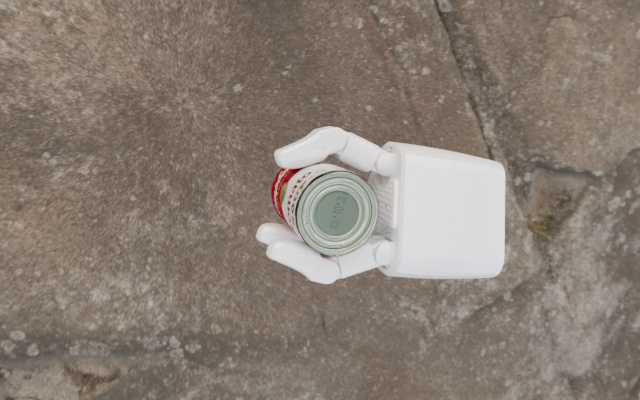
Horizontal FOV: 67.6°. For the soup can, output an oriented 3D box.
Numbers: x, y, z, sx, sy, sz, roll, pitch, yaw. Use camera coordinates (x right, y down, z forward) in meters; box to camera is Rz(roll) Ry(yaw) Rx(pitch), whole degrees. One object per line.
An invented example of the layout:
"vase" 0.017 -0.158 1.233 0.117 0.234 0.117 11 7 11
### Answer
"soup can" 0.000 0.001 0.402 0.068 0.068 0.102 0 11 -16
